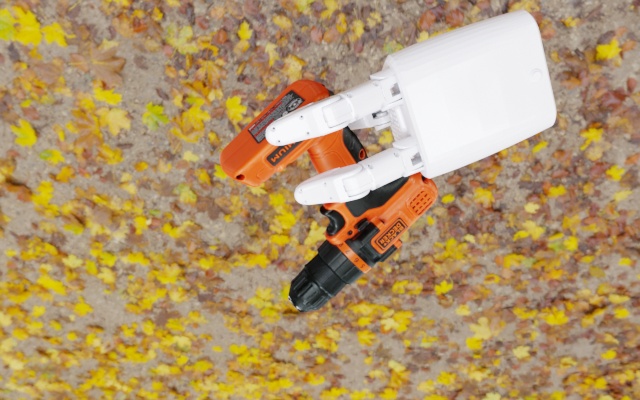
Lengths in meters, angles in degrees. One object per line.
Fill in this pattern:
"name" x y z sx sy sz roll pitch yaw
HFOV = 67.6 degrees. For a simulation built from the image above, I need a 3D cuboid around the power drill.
"power drill" 0.000 0.001 0.433 0.188 0.184 0.057 45 0 -37
